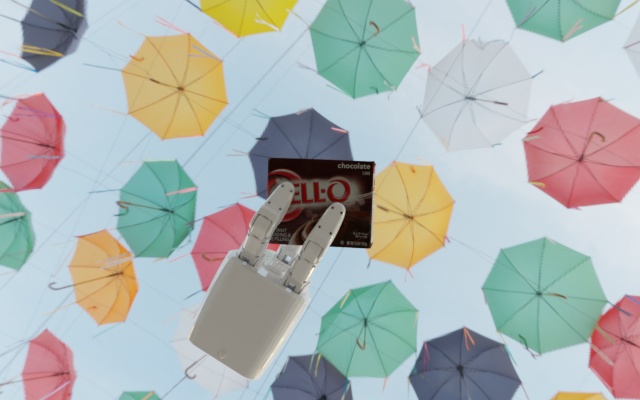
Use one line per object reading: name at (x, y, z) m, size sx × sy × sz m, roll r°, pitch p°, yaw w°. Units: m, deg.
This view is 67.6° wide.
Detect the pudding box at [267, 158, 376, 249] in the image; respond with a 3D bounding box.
pudding box at (0.000, 0.002, 0.502) m, size 0.113 × 0.090 × 0.039 m, roll 2°, pitch 3°, yaw 6°
